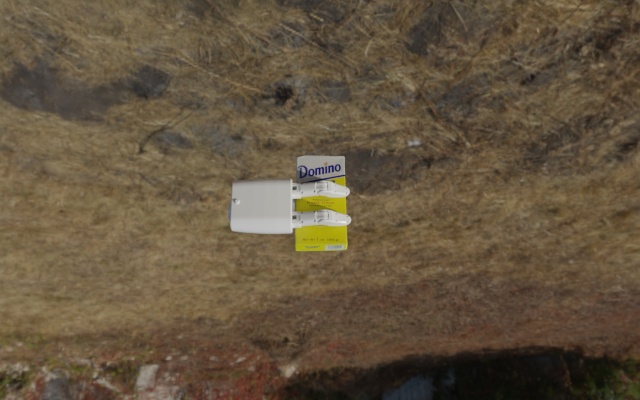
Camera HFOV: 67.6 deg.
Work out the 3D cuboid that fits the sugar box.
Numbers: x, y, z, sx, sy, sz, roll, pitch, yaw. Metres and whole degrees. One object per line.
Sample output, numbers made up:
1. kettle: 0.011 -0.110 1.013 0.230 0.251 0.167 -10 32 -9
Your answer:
1. sugar box: 0.000 0.003 0.871 0.093 0.176 0.048 0 -22 -2
